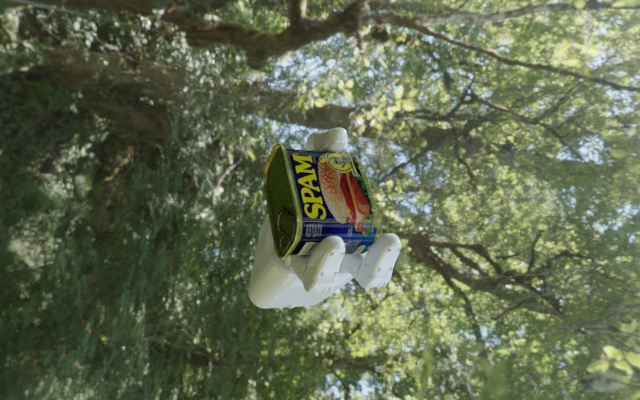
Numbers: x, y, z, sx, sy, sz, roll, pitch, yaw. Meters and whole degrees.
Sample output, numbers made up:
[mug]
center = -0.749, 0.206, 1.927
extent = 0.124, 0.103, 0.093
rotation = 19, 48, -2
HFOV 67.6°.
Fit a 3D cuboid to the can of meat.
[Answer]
[can of meat]
center = 0.000, 0.001, 0.439
extent = 0.084, 0.102, 0.057
rotation = 3, -35, -26
